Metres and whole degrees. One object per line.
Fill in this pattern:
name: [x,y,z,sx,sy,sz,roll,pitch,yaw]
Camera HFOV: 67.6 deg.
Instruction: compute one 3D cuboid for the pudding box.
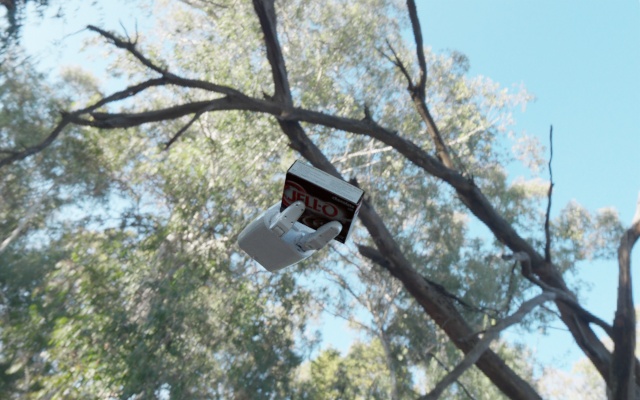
pudding box: [0.000,0.002,0.689,0.113,0.039,0.090,24,-41,9]
